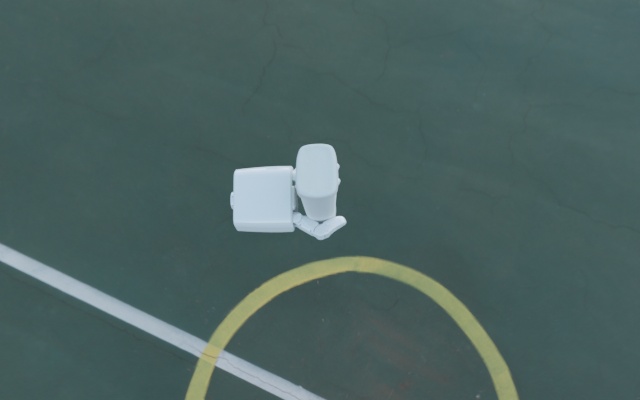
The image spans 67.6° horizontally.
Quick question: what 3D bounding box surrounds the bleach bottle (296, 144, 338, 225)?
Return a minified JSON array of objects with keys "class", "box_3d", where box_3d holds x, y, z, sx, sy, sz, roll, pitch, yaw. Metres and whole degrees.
[{"class":"bleach bottle","box_3d":[0.000,0.003,0.866,0.068,0.102,0.251,-2,-26,2]}]
